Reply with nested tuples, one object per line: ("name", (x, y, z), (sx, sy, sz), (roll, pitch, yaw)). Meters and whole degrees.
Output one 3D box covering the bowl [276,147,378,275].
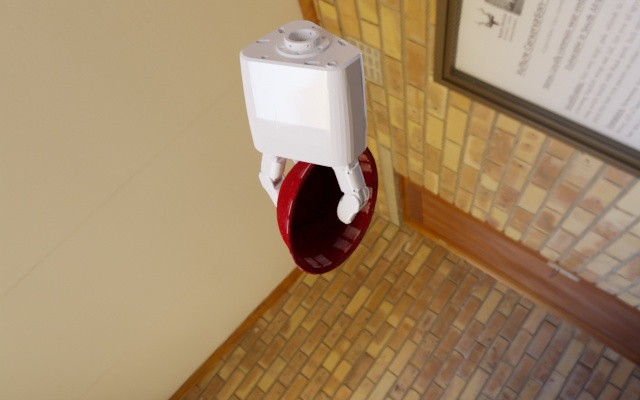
("bowl", (0.000, 0.003, 0.560), (0.055, 0.162, 0.162), (20, 12, 37))
